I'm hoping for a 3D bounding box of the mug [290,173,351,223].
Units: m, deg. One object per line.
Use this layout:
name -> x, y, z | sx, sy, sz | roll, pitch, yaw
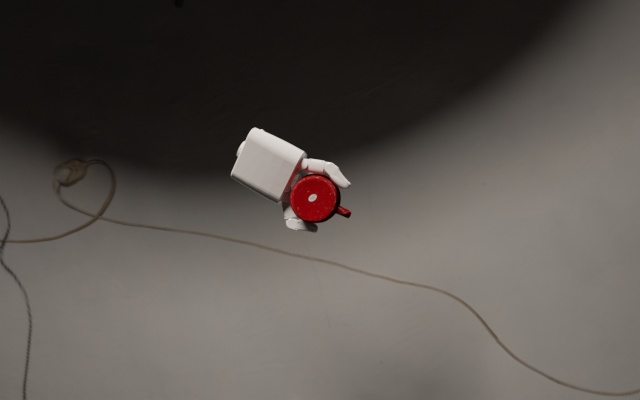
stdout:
mug -> 0.001, 0.004, 0.849 | 0.117, 0.093, 0.081 | 28, 3, 2
